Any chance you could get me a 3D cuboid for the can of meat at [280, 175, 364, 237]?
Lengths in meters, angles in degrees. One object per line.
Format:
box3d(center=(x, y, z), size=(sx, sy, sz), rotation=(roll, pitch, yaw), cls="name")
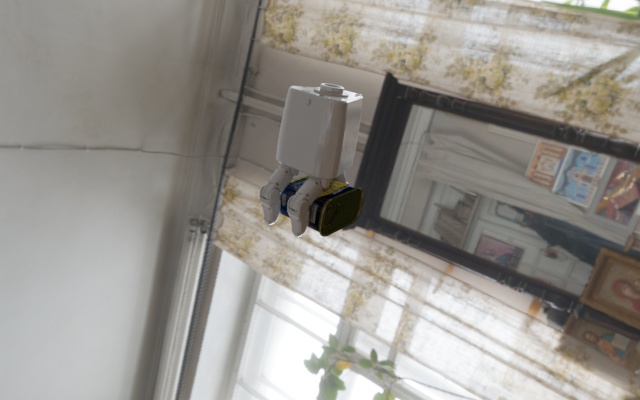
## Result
box3d(center=(0.000, 0.002, 0.697), size=(0.084, 0.057, 0.102), rotation=(24, 28, 31), cls="can of meat")
